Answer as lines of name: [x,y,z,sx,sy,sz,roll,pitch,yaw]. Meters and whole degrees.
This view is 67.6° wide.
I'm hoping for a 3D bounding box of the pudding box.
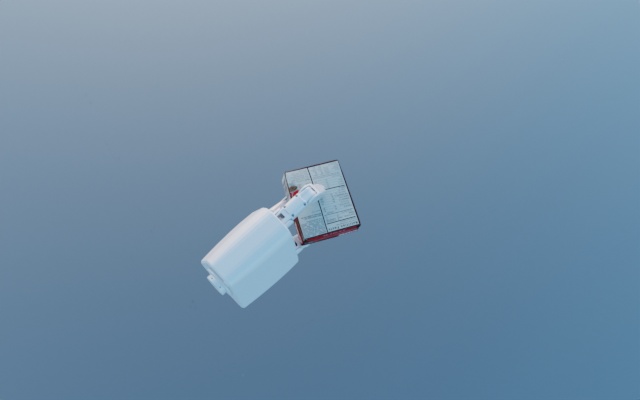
pudding box: [0.000,0.002,0.713,0.090,0.113,0.039,-14,-16,-12]
